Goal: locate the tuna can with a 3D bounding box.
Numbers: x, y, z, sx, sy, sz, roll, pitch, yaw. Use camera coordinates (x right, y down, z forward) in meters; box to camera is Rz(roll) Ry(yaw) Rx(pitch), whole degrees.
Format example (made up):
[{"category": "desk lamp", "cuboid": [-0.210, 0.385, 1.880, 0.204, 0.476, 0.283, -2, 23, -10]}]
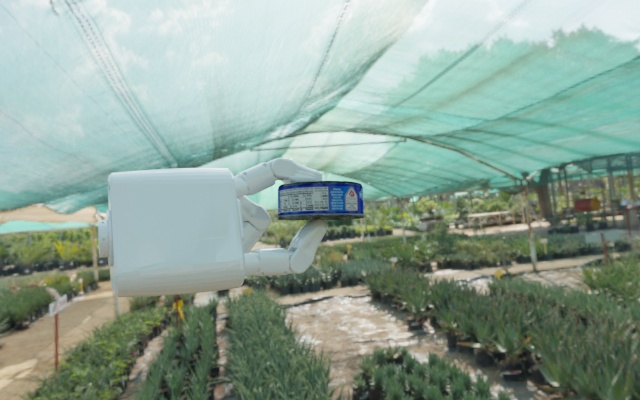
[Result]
[{"category": "tuna can", "cuboid": [0.000, 0.001, 0.472, 0.086, 0.033, 0.086, -1, -4, 0]}]
